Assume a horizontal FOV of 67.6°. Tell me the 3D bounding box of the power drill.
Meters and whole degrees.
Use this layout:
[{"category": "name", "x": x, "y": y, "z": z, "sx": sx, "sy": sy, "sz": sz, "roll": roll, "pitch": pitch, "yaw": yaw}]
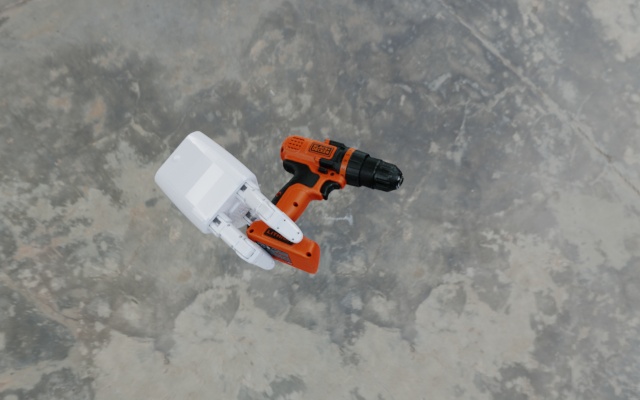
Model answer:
[{"category": "power drill", "x": 0.000, "y": 0.002, "z": 0.650, "sx": 0.184, "sy": 0.187, "sz": 0.057, "roll": 17, "pitch": -29, "yaw": 22}]
